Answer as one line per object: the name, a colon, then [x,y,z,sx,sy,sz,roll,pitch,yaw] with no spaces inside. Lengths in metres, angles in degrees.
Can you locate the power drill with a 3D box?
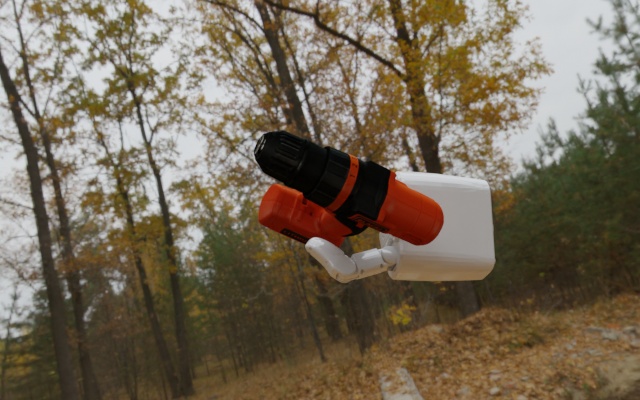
power drill: [0.000,0.002,0.478,0.184,0.057,0.188,26,-17,-18]
